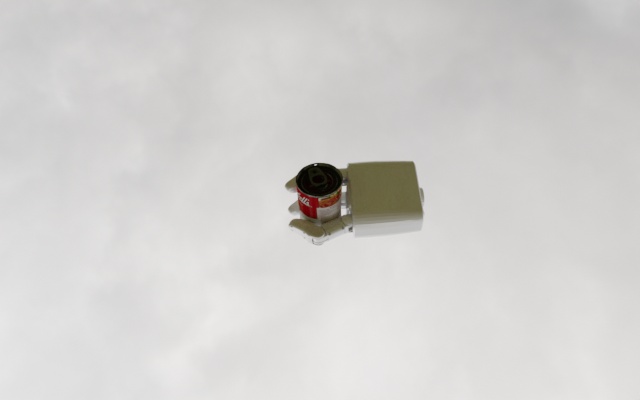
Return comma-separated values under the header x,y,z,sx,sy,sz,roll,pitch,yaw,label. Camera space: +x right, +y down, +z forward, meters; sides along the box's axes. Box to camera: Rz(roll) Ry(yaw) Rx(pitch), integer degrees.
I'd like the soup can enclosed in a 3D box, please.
x,y,z,sx,sy,sz,roll,pitch,yaw,label
0.000,0.003,0.719,0.068,0.068,0.102,0,-41,3,soup can
